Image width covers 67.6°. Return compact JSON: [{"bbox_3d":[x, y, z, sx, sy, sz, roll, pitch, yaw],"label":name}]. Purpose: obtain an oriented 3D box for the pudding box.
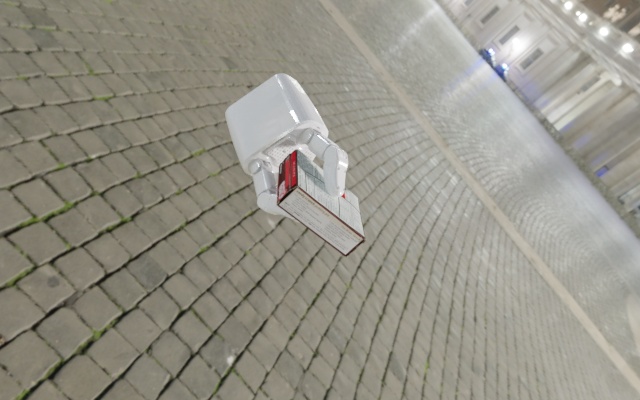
[{"bbox_3d":[0.000,0.002,0.567,0.113,0.039,0.090,37,25,-23],"label":"pudding box"}]
